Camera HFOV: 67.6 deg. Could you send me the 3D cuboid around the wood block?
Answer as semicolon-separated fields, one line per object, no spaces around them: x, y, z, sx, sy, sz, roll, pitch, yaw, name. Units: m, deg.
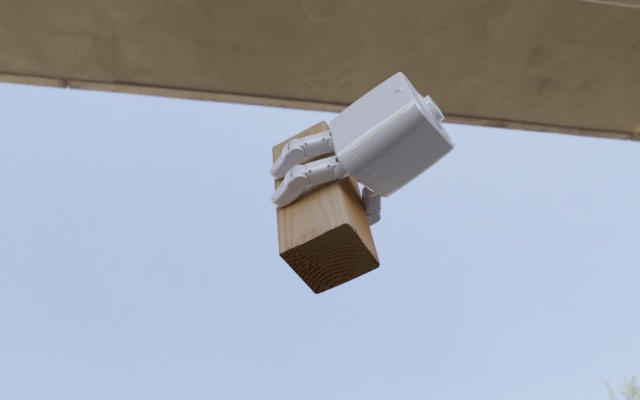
0.001;0.002;0.615;0.090;0.206;0.091;-26;-51;14;wood block
